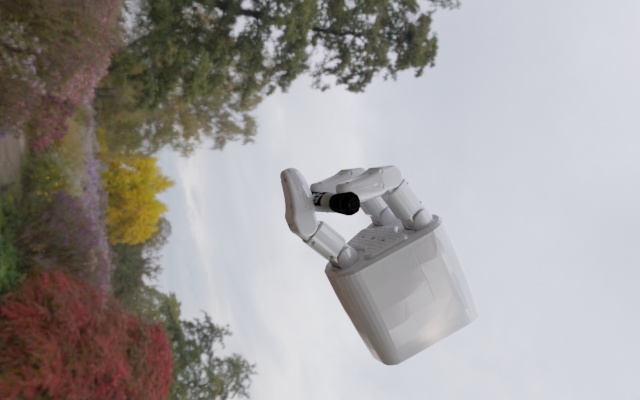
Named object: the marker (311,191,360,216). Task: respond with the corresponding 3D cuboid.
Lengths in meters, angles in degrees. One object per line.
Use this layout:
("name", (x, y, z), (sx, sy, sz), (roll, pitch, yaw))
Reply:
("marker", (0.000, 0.001, 0.418), (0.020, 0.020, 0.121), (0, 2, -25))
